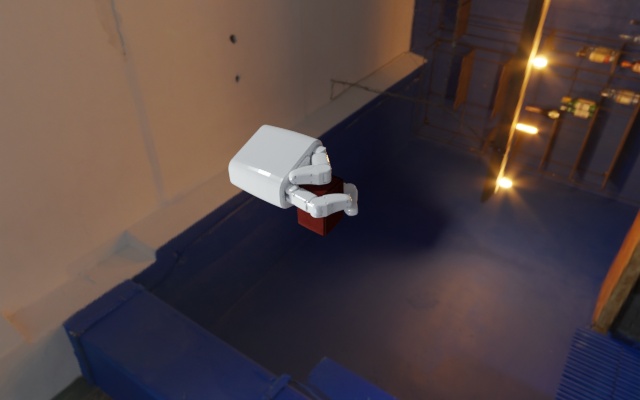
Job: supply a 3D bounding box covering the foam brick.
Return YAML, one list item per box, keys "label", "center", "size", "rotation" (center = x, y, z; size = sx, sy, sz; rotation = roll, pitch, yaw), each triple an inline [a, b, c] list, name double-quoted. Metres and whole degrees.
- label: "foam brick"
  center: [0.000, 0.003, 0.717]
  size: [0.051, 0.078, 0.053]
  rotation: [22, 43, 27]
